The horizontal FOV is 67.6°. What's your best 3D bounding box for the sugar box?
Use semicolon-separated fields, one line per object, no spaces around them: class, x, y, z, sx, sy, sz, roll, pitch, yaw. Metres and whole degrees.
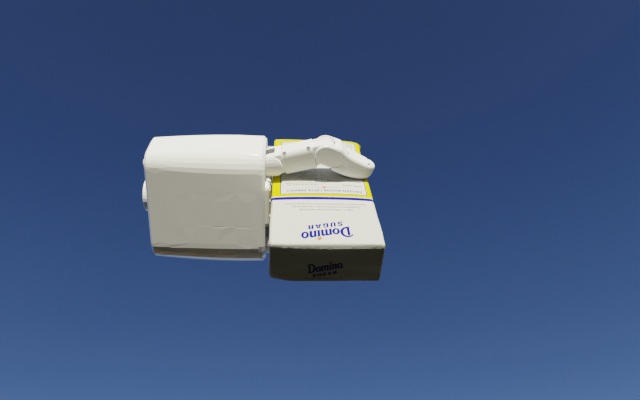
sugar box;0.000;0.002;0.448;0.093;0.048;0.176;1;36;-4
